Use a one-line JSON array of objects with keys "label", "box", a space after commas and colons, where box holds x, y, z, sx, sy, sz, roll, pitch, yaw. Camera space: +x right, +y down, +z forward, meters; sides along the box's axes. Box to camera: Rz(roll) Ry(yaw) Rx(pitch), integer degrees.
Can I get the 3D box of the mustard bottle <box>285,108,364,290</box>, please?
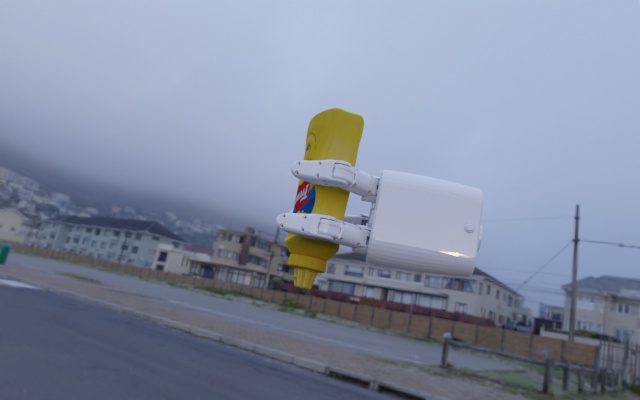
[{"label": "mustard bottle", "box": [0.000, 0.001, 0.527, 0.058, 0.191, 0.096, 15, -13, -18]}]
